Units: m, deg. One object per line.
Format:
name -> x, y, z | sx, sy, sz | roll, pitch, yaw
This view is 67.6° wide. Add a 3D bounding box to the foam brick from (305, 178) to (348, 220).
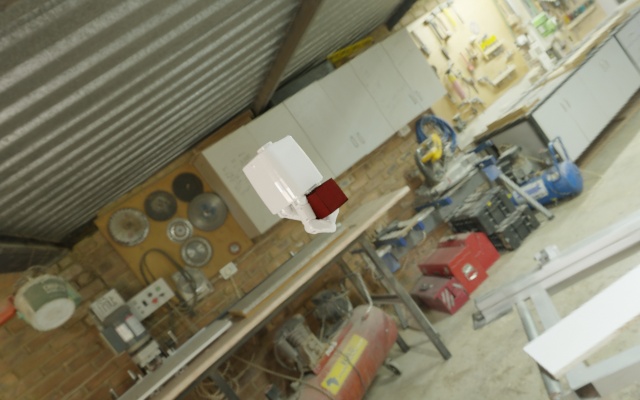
foam brick -> 0.000, 0.003, 0.873 | 0.053, 0.051, 0.078 | -39, 5, -40
